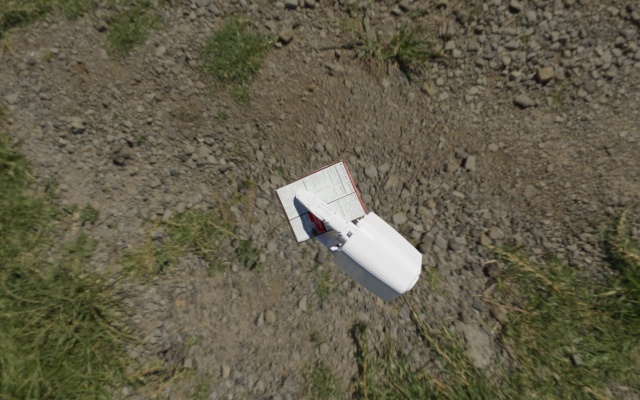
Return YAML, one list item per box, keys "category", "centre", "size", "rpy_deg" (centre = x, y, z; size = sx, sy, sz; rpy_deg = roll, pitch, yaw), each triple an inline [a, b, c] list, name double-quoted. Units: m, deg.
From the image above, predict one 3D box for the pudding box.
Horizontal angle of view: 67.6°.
- category: "pudding box"
  centre: [0.000, 0.002, 0.705]
  size: [0.113, 0.090, 0.039]
  rpy_deg: [-23, -2, 0]
